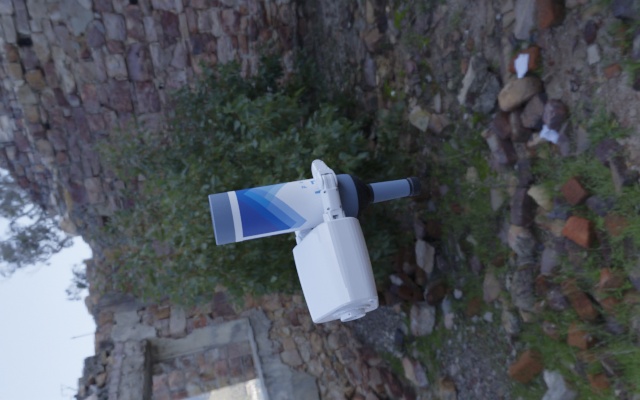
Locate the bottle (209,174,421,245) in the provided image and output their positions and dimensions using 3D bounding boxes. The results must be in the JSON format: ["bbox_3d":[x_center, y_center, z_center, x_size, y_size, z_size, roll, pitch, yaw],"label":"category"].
[{"bbox_3d":[0.000,0.002,0.659,0.295,0.069,0.069,-10,2,-14],"label":"bottle"}]
